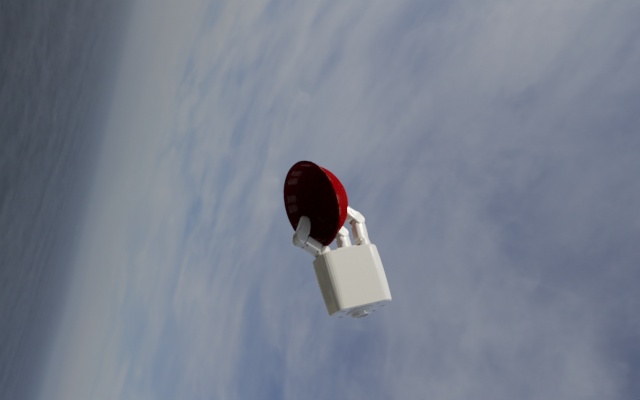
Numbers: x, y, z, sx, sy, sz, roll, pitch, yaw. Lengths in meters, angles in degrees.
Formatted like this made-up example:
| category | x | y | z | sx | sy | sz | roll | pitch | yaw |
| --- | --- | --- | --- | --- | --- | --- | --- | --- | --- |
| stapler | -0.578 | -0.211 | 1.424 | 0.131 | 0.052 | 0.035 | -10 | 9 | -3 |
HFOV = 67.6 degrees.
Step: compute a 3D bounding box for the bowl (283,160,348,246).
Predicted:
| category | x | y | z | sx | sy | sz | roll | pitch | yaw |
| --- | --- | --- | --- | --- | --- | --- | --- | --- | --- |
| bowl | 0.000 | 0.002 | 0.874 | 0.055 | 0.162 | 0.162 | -16 | 10 | -38 |
